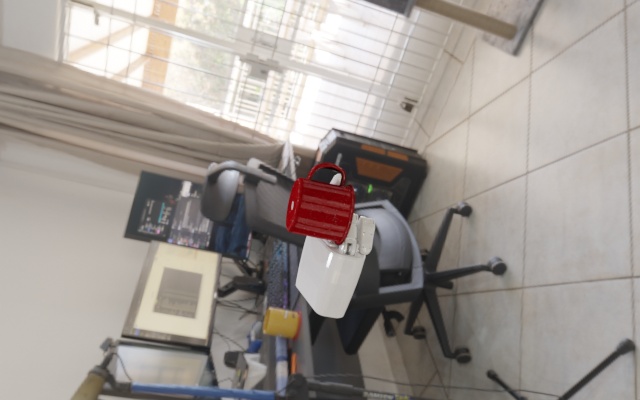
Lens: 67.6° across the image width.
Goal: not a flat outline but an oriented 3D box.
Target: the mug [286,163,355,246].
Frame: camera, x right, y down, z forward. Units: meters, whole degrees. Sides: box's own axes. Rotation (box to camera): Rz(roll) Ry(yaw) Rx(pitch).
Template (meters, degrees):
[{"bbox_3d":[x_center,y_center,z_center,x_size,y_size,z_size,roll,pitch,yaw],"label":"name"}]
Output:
[{"bbox_3d":[0.000,0.001,0.698,0.081,0.117,0.093,12,14,-13],"label":"mug"}]
